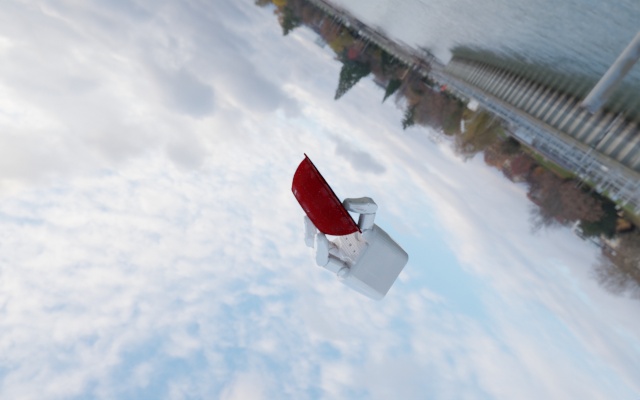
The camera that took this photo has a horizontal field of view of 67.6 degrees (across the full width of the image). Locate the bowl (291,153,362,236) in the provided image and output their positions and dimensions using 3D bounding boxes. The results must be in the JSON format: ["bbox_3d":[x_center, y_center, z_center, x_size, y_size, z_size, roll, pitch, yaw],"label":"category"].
[{"bbox_3d":[-0.001,0.002,0.776,0.055,0.162,0.162,-35,-2,3],"label":"bowl"}]
